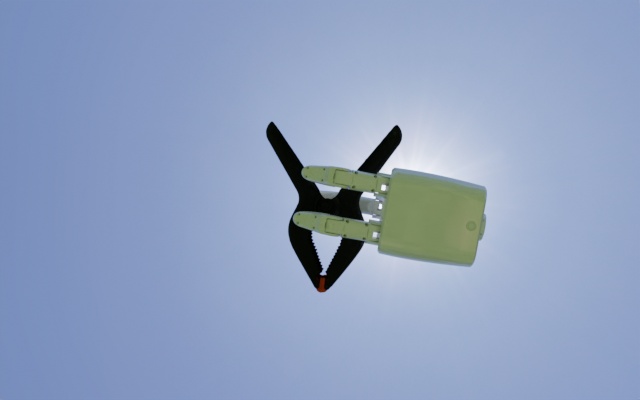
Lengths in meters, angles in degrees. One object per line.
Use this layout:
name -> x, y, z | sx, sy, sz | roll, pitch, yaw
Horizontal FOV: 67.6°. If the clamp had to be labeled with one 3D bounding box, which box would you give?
clamp -> 0.000, 0.002, 0.577 | 0.164, 0.210, 0.036 | 10, 1, 12
